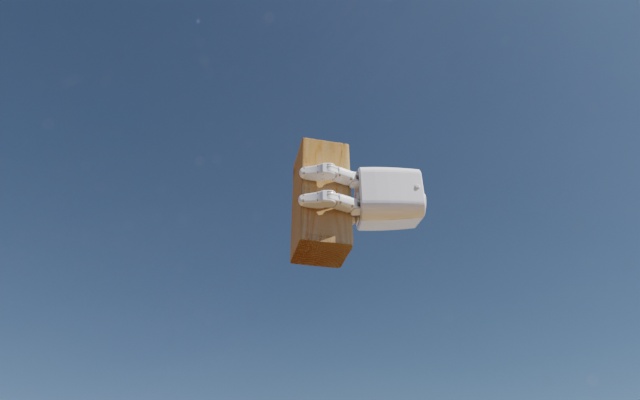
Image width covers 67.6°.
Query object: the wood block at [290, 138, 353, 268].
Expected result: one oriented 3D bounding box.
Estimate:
[{"bbox_3d":[0.000,0.003,0.833,0.090,0.206,0.091,7,-34,-10],"label":"wood block"}]
